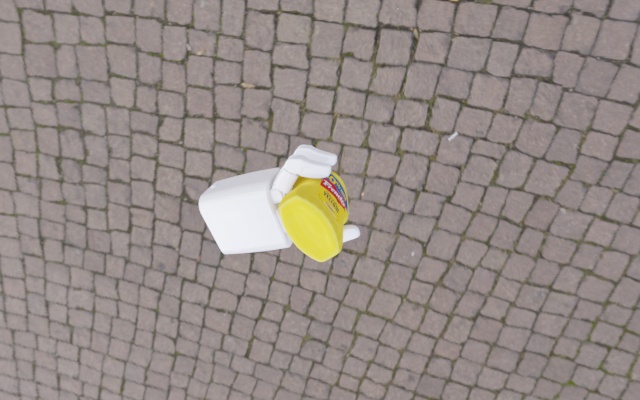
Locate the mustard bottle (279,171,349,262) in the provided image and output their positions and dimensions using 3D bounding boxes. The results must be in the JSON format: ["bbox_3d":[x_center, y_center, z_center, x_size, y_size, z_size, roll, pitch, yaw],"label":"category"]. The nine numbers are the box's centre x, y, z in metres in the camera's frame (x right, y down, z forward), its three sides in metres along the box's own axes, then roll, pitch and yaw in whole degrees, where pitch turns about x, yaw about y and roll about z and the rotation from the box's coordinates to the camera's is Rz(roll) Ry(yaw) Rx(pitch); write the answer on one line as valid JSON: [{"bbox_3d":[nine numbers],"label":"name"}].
[{"bbox_3d":[0.000,0.002,0.670,0.058,0.096,0.191,-34,13,20],"label":"mustard bottle"}]
